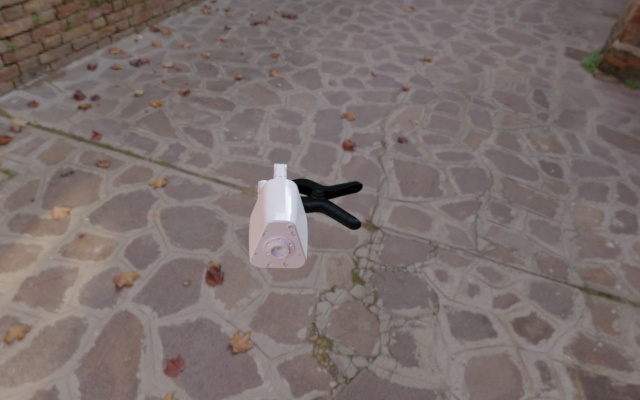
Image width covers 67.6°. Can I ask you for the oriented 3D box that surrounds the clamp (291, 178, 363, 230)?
[{"bbox_3d":[0.000,0.002,0.875,0.171,0.039,0.120,2,37,-7],"label":"clamp"}]
